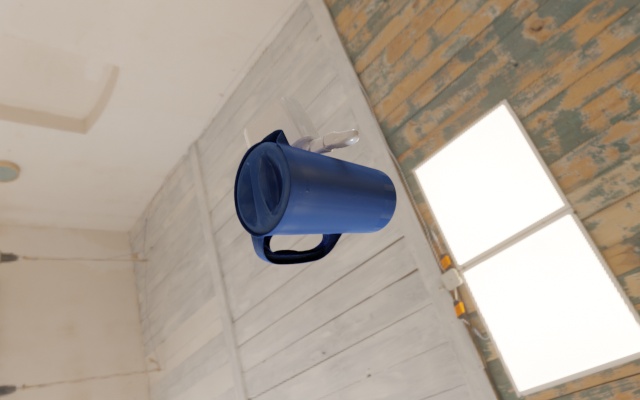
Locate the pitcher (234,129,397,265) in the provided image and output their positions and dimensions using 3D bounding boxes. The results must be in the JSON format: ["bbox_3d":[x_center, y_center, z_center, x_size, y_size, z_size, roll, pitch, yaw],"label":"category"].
[{"bbox_3d":[0.000,0.002,0.726,0.243,0.145,0.149,7,-44,-42],"label":"pitcher"}]
